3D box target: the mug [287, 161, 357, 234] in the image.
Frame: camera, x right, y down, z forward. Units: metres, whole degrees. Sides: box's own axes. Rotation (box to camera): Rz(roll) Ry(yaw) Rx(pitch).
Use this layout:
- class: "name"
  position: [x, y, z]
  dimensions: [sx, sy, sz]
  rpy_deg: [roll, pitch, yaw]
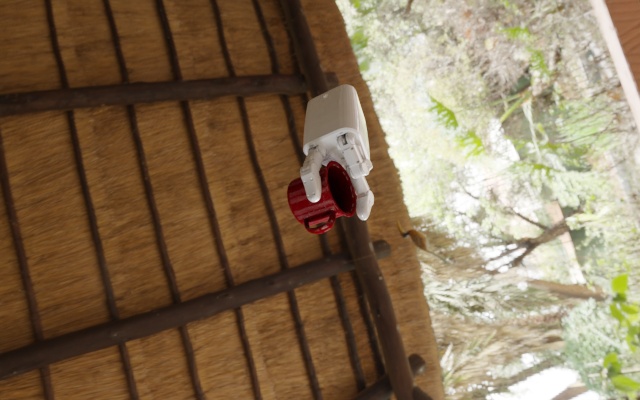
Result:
- class: "mug"
  position: [0.000, 0.004, 0.763]
  dimensions: [0.081, 0.117, 0.093]
  rpy_deg: [-20, -40, 28]
